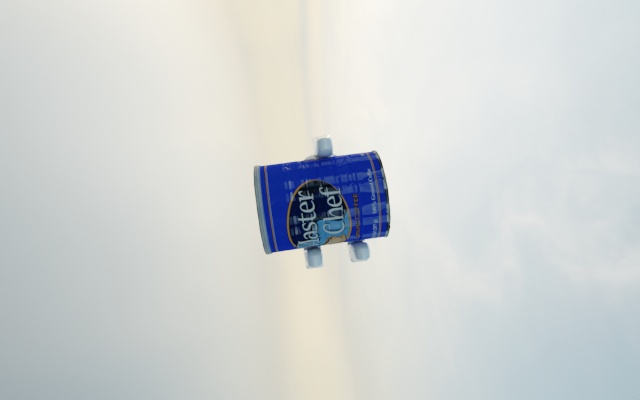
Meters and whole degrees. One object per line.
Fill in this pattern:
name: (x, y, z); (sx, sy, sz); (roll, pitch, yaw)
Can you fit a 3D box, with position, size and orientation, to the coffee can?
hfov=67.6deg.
coffee can: (0.000, 0.002, 0.549); (0.140, 0.103, 0.103); (-8, 0, -3)
